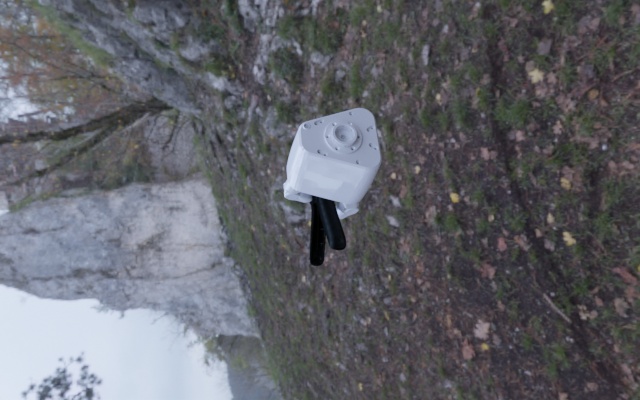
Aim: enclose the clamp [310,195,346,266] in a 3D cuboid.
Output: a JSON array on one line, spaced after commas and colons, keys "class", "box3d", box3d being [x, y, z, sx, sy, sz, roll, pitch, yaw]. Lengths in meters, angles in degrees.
[{"class": "clamp", "box3d": [-0.001, 0.002, 0.782, 0.036, 0.210, 0.165, -1, -23, -14]}]
